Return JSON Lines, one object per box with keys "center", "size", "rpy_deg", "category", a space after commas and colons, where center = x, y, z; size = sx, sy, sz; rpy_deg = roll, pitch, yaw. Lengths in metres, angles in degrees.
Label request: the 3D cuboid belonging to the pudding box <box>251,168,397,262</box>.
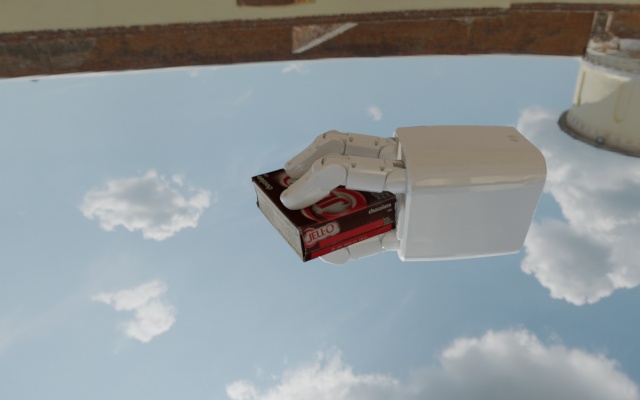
{"center": [0.000, 0.002, 0.427], "size": [0.090, 0.039, 0.113], "rpy_deg": [-17, 29, -22], "category": "pudding box"}
